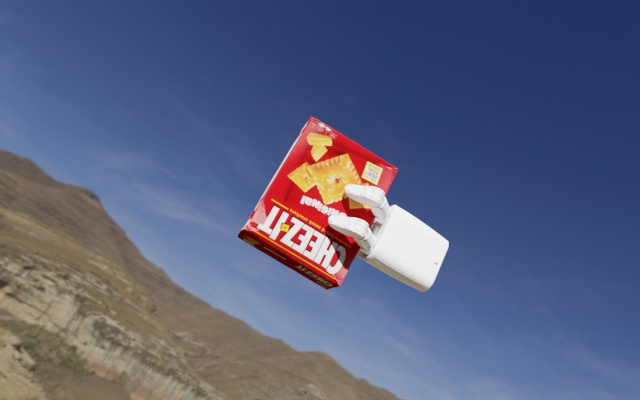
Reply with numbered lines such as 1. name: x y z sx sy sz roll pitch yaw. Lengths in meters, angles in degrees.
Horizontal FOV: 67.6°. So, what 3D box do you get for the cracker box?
1. cracker box: 0.000 0.002 0.734 0.164 0.213 0.072 31 -21 -7
